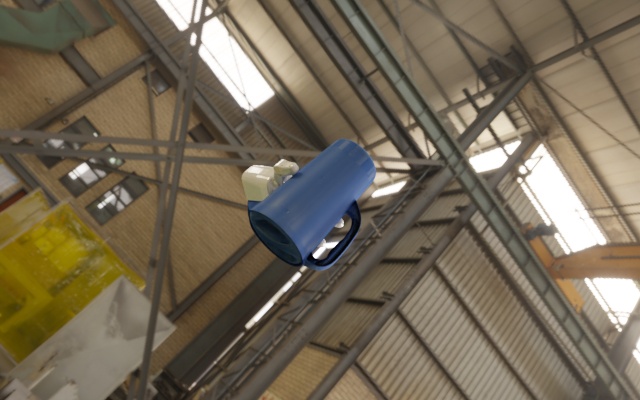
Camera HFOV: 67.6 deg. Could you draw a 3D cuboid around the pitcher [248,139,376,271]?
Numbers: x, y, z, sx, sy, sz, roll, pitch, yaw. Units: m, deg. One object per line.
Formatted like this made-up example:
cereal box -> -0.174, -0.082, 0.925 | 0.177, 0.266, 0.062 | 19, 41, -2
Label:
pitcher -> 0.000, 0.003, 0.881 | 0.242, 0.149, 0.145 | -44, 33, -25
